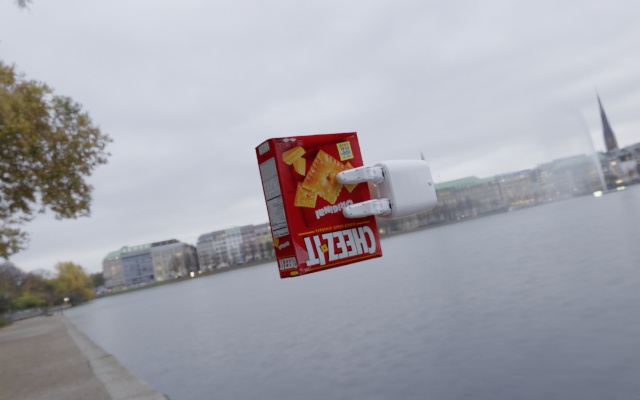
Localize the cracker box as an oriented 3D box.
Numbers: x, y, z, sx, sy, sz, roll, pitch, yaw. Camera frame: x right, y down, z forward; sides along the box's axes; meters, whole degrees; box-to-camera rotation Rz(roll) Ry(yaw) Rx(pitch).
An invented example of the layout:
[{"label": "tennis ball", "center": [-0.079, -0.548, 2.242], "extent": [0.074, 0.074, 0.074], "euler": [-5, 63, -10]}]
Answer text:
[{"label": "cracker box", "center": [0.000, 0.002, 0.763], "extent": [0.164, 0.213, 0.072], "euler": [-8, -7, -33]}]
